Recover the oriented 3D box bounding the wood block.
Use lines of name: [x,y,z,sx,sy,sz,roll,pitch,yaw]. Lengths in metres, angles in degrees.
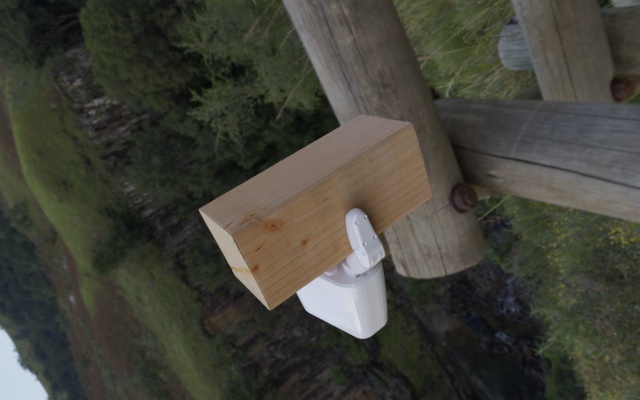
wood block: [0.000,0.002,0.480,0.206,0.090,0.090,-33,30,-20]
